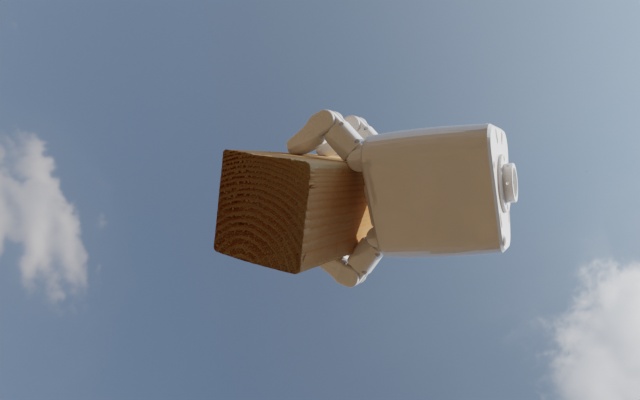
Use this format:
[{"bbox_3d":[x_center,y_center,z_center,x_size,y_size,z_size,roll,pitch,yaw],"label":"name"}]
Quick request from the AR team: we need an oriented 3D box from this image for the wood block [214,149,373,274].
[{"bbox_3d":[0.000,0.002,0.473,0.090,0.091,0.206,11,8,28],"label":"wood block"}]
